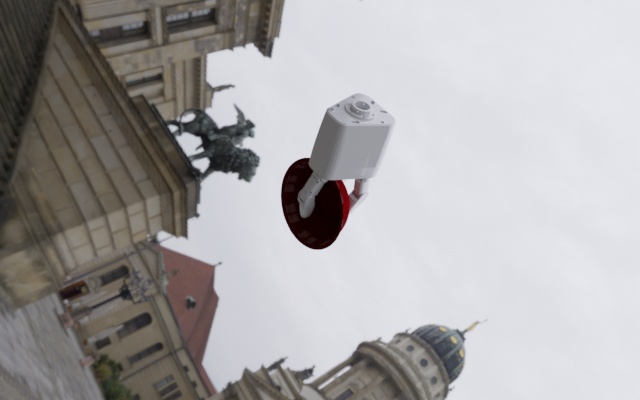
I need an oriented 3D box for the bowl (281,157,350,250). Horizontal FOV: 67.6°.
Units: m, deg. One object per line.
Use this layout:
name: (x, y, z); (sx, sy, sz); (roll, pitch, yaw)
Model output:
bowl: (0.000, 0.003, 0.840); (0.055, 0.162, 0.162); (-12, 8, -42)
